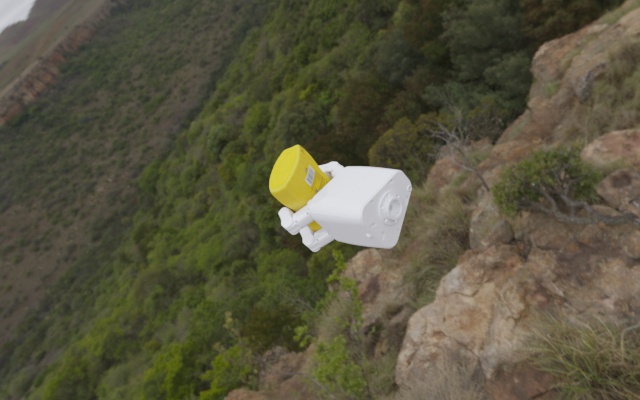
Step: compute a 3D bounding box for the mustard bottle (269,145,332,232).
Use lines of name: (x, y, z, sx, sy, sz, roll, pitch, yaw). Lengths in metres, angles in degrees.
mustard bottle: (0.000, 0.002, 0.788, 0.058, 0.096, 0.192, -19, -48, 34)
